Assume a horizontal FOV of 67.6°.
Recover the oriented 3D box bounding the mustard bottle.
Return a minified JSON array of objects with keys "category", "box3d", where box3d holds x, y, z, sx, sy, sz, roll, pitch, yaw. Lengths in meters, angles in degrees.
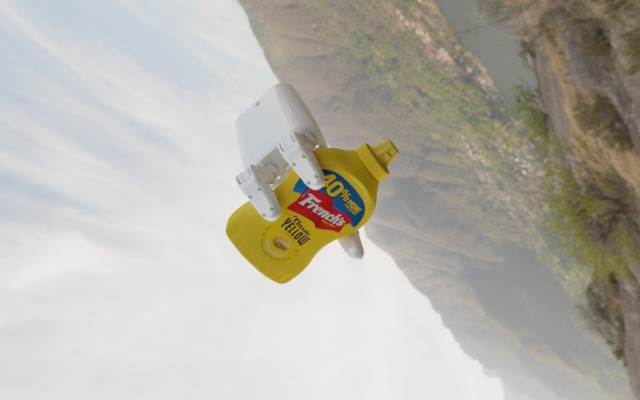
[{"category":"mustard bottle","box3d":[0.000,0.002,0.500,0.191,0.096,0.058,-38,20,14]}]
